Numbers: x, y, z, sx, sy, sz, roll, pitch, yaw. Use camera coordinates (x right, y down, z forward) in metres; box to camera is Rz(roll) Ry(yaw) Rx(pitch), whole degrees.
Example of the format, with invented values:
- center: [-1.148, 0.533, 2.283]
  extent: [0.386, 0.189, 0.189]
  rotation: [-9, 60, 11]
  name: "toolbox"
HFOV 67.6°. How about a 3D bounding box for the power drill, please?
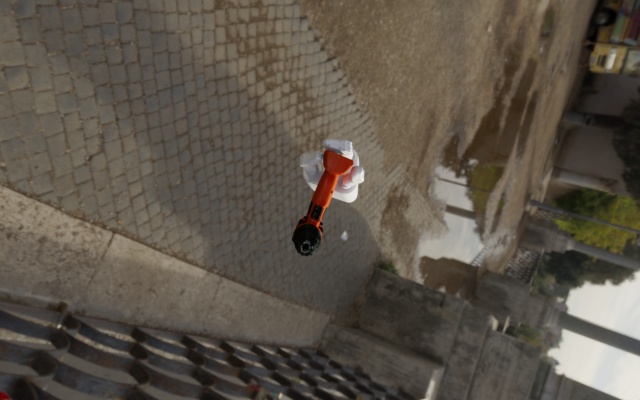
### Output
- center: [0.000, 0.002, 0.872]
  extent: [0.057, 0.187, 0.184]
  rotation: [23, 7, -5]
  name: "power drill"
